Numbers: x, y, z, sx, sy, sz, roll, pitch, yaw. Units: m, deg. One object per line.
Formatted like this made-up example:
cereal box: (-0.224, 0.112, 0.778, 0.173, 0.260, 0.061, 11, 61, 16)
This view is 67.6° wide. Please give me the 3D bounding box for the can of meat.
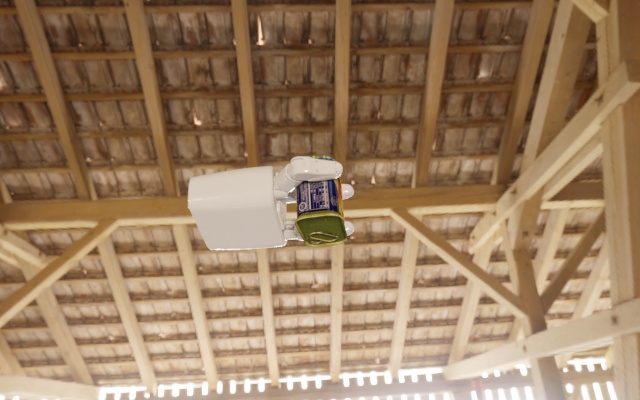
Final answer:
can of meat: (0.000, 0.002, 0.603, 0.057, 0.084, 0.102, -7, -25, 6)
